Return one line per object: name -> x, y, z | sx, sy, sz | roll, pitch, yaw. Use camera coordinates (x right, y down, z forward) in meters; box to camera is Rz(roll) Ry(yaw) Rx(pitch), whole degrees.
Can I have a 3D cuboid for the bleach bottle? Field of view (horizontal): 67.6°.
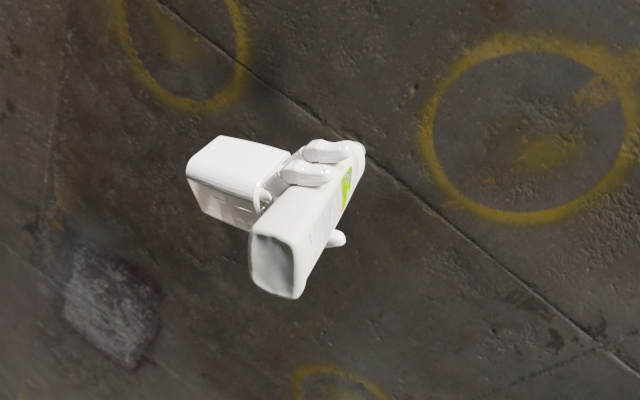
bleach bottle -> 0.000, 0.002, 0.603 | 0.068, 0.103, 0.250 | 18, 39, 17
